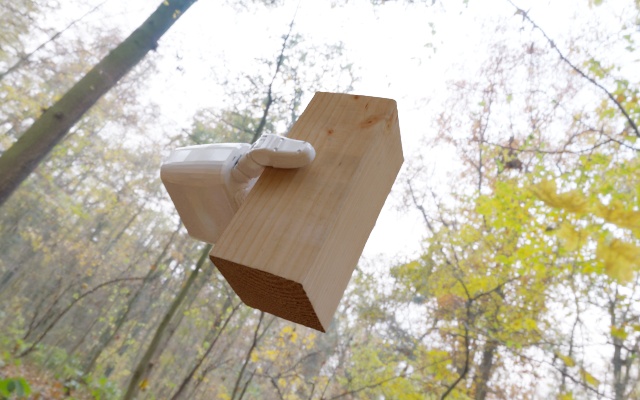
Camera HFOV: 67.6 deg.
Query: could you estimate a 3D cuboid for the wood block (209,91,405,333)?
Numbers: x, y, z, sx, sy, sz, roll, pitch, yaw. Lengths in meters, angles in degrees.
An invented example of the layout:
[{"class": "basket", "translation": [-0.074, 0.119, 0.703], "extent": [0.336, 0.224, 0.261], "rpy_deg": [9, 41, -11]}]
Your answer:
[{"class": "wood block", "translation": [0.000, 0.001, 0.446], "extent": [0.090, 0.206, 0.091], "rpy_deg": [12, -34, 26]}]
